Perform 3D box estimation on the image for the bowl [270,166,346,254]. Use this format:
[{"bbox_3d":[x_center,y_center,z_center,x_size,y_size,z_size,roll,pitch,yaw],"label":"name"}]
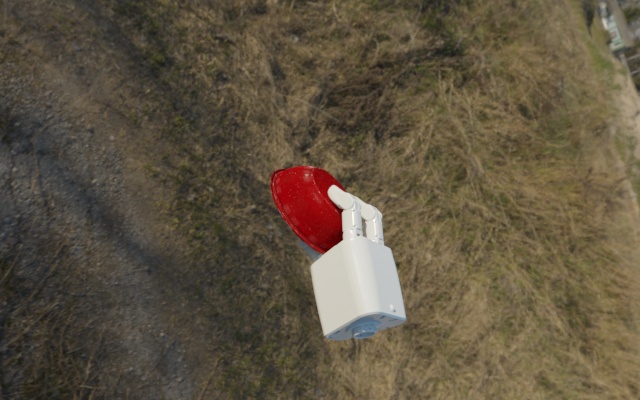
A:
[{"bbox_3d":[0.000,0.001,0.726,0.055,0.162,0.162,-39,-17,23],"label":"bowl"}]
